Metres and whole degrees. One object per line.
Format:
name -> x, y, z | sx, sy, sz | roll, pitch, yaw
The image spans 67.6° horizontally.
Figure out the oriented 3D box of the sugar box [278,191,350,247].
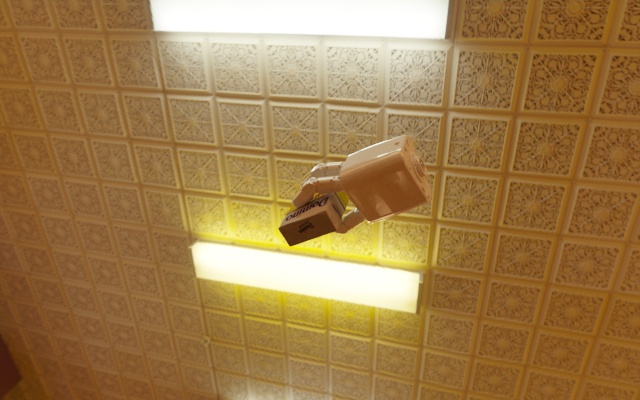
sugar box -> 0.000, 0.002, 0.815 | 0.093, 0.048, 0.176 | -21, 19, 26
